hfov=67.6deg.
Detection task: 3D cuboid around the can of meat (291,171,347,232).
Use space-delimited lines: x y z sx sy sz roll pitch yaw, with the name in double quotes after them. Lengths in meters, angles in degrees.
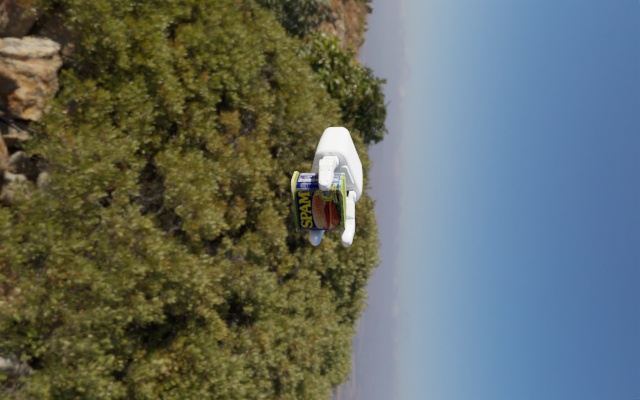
0.000 0.003 0.800 0.084 0.102 0.057 0 29 8 "can of meat"
